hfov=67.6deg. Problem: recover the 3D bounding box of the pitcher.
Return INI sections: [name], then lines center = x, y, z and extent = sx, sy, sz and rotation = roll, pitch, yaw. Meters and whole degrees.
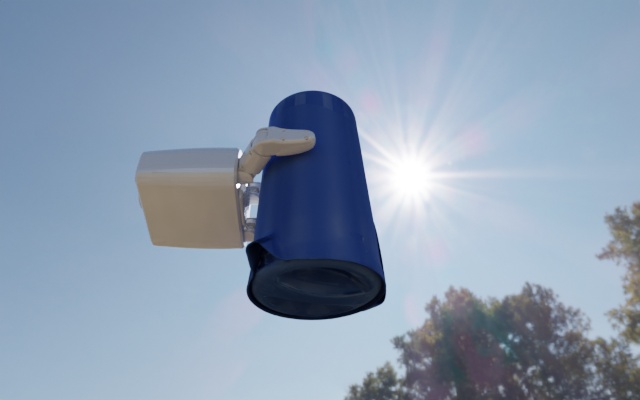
[pitcher]
center = 0.000, 0.002, 0.529
extent = 0.145, 0.242, 0.149
rotation = -1, -37, -1
